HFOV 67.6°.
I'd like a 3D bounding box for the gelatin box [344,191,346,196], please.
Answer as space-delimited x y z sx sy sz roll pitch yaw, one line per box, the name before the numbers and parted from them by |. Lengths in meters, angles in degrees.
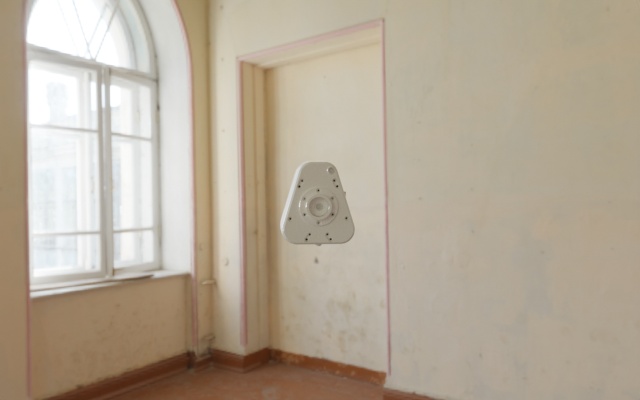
gelatin box | 0.000 0.002 0.775 0.073 0.030 0.089 0 6 10
